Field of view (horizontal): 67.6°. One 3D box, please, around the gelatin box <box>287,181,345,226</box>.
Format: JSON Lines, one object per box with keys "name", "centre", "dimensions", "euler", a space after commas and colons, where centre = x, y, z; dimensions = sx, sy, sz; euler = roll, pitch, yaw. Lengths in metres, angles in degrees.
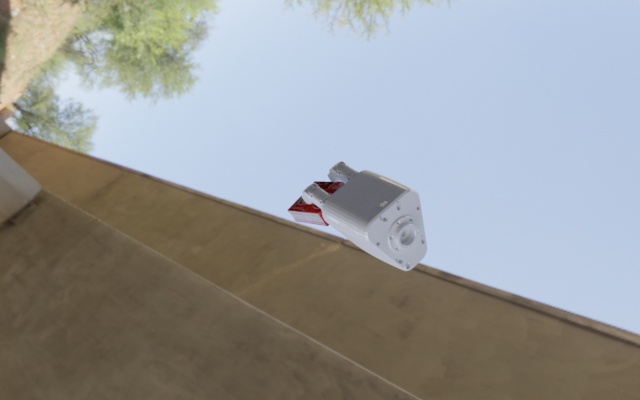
{"name": "gelatin box", "centre": [0.000, 0.003, 0.759], "dimensions": [0.073, 0.030, 0.089], "euler": [-48, 28, -25]}
